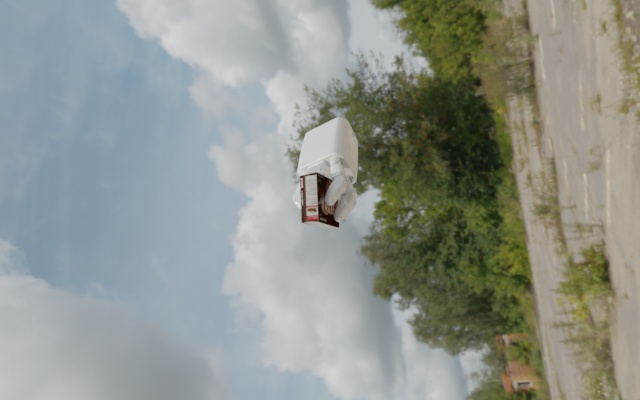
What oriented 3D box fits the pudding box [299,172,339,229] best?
[{"bbox_3d":[0.000,0.003,0.884,0.039,0.090,0.113,-7,-10,22],"label":"pudding box"}]
